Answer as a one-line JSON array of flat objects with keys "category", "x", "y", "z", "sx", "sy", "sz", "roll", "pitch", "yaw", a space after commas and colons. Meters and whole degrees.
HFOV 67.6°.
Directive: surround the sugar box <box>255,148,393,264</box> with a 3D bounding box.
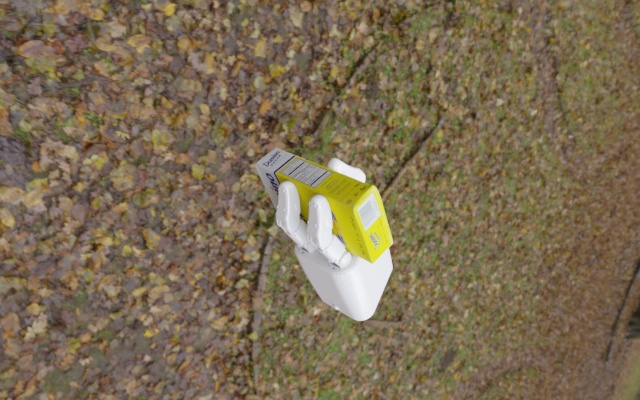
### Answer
[{"category": "sugar box", "x": 0.000, "y": 0.002, "z": 0.580, "sx": 0.176, "sy": 0.093, "sz": 0.048, "roll": 21, "pitch": 55, "yaw": 41}]
